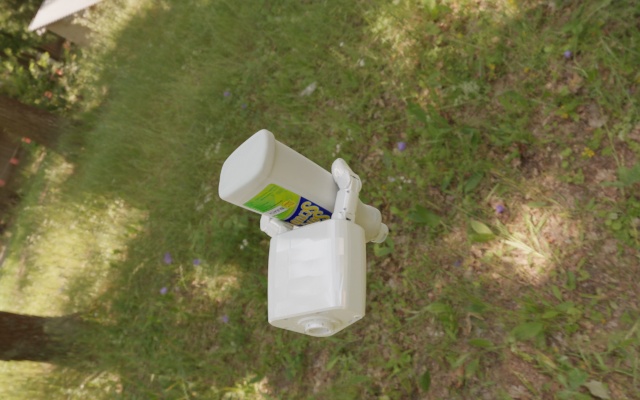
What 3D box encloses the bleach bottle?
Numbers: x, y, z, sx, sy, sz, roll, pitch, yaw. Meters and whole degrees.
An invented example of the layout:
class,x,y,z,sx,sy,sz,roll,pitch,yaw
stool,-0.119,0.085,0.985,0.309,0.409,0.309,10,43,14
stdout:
class,x,y,z,sx,sy,sz,roll,pitch,yaw
bleach bottle,0.000,0.002,0.623,0.251,0.068,0.102,25,-38,-34
